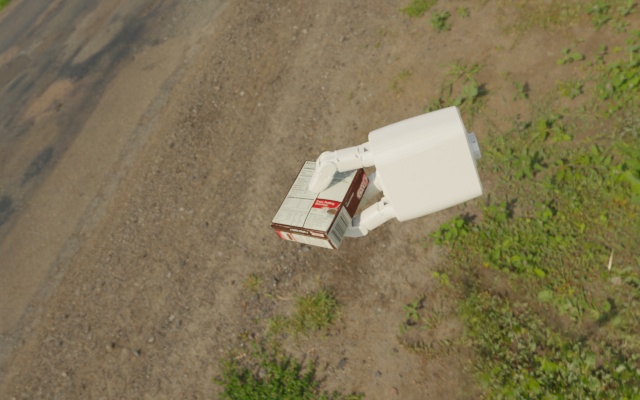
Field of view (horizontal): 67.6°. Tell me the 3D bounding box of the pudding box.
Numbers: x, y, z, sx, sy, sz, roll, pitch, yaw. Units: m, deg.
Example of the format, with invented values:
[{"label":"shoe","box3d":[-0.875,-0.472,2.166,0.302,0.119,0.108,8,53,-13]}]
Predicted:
[{"label":"pudding box","box3d":[0.000,0.002,0.617,0.090,0.113,0.039,7,-35,34]}]
